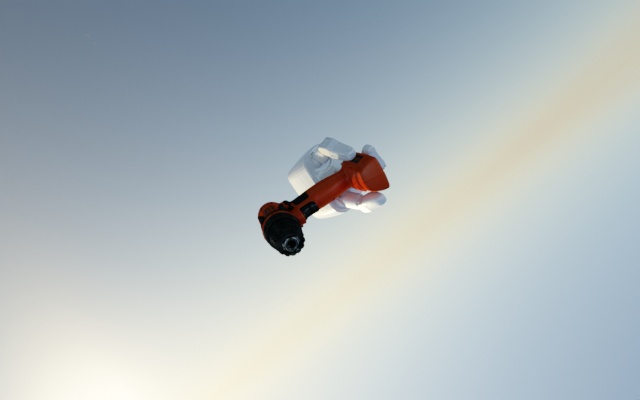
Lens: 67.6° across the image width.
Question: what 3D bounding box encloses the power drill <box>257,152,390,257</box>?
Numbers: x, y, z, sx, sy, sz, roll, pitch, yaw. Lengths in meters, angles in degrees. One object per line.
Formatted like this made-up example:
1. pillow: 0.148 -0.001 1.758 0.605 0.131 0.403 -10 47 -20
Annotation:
1. power drill: 0.000 0.002 0.674 0.187 0.057 0.184 -30 17 -8
